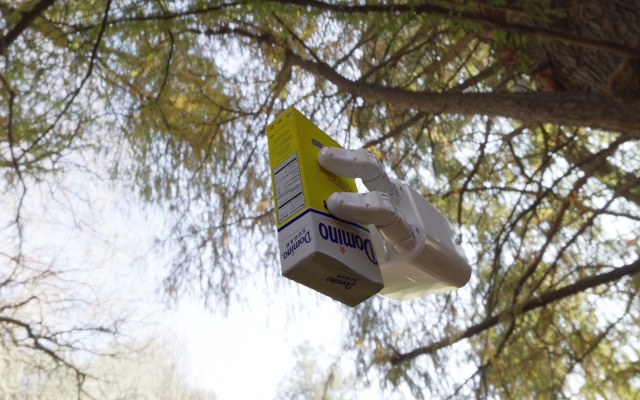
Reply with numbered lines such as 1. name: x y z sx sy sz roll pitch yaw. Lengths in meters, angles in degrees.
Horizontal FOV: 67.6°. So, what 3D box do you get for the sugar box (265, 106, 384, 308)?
1. sugar box: 0.001 0.001 0.439 0.048 0.176 0.093 -37 -46 23
